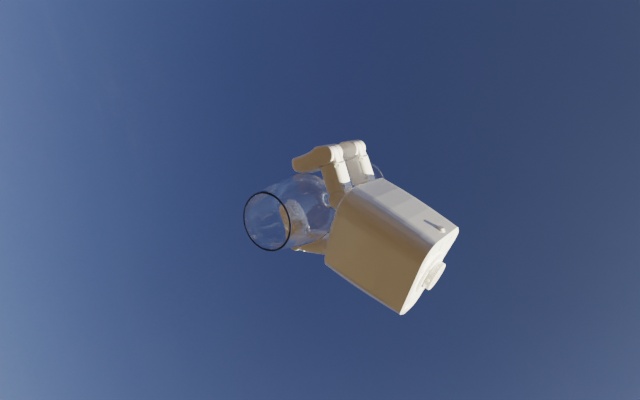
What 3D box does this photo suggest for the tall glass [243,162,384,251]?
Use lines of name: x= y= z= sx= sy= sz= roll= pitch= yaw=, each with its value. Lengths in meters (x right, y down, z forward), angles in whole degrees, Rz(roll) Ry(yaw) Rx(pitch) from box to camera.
tall glass: x=0.000 y=0.002 z=0.557 sx=0.079 sy=0.079 sz=0.201 roll=0 pitch=11 yaw=34
